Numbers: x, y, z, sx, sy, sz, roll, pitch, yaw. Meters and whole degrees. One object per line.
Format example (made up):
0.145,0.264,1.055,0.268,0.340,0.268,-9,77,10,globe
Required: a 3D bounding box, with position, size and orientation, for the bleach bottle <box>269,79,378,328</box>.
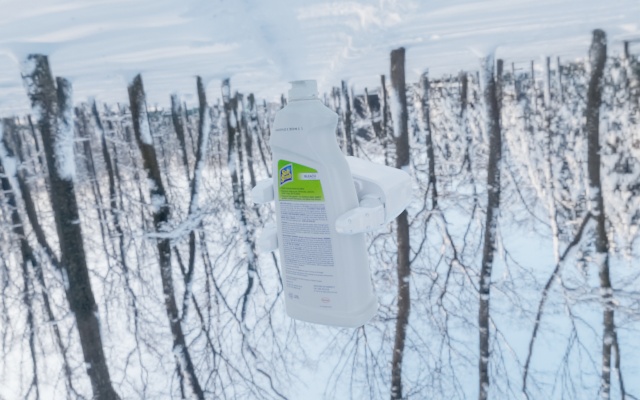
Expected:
0.000,0.002,0.502,0.102,0.251,0.068,1,12,28,bleach bottle
